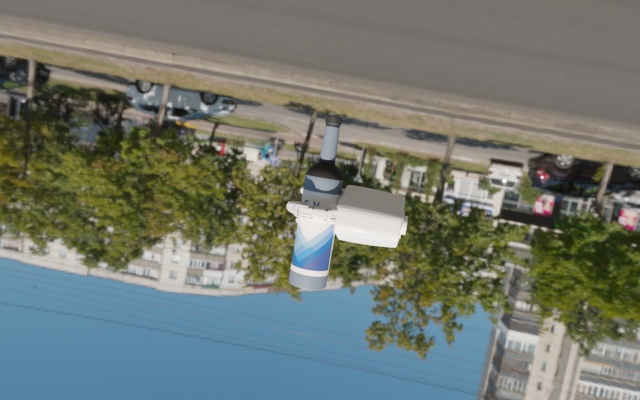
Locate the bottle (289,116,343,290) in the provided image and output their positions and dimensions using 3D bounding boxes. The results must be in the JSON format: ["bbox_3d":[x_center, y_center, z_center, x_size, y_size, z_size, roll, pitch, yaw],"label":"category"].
[{"bbox_3d":[0.000,0.003,0.825,0.069,0.296,0.069,9,6,-1],"label":"bottle"}]
